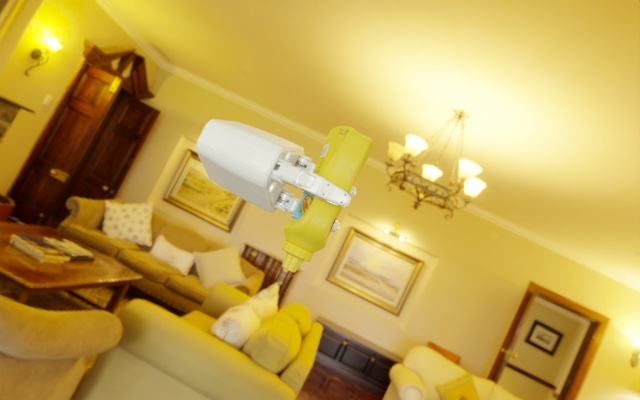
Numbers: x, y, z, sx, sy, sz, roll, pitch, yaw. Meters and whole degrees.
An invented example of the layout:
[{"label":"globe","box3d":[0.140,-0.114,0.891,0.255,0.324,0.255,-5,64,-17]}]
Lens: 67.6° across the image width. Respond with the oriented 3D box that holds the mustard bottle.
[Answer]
[{"label":"mustard bottle","box3d":[0.001,0.002,0.614,0.058,0.191,0.096,27,-5,-12]}]
